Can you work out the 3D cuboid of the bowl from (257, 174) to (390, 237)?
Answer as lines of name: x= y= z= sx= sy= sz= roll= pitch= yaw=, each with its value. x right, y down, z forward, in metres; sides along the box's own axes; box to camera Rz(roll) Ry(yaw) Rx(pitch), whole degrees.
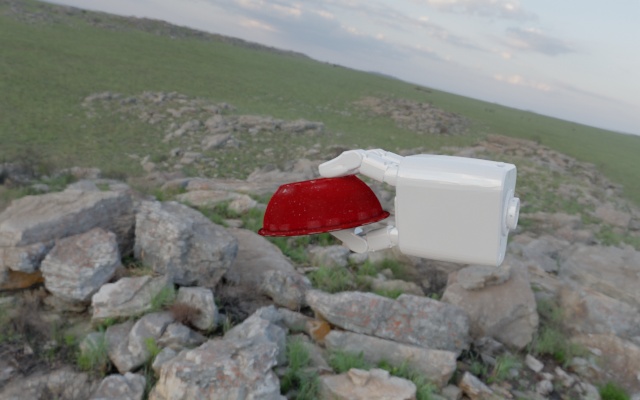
bowl: x=-0.001 y=0.002 z=0.579 sx=0.162 sy=0.055 sz=0.162 roll=-9 pitch=4 yaw=1
